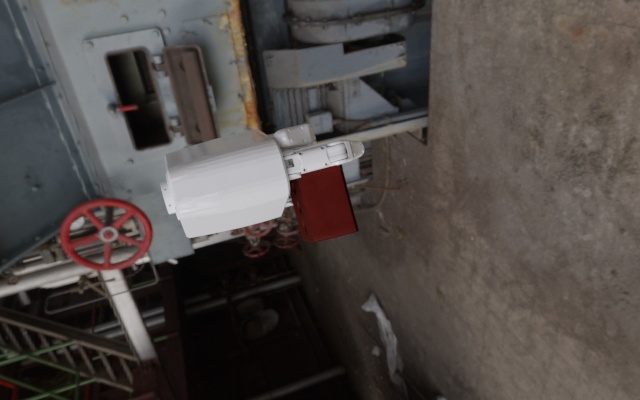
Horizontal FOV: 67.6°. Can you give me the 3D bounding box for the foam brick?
[{"bbox_3d":[0.000,0.002,0.512,0.051,0.078,0.053,-16,3,-16],"label":"foam brick"}]
